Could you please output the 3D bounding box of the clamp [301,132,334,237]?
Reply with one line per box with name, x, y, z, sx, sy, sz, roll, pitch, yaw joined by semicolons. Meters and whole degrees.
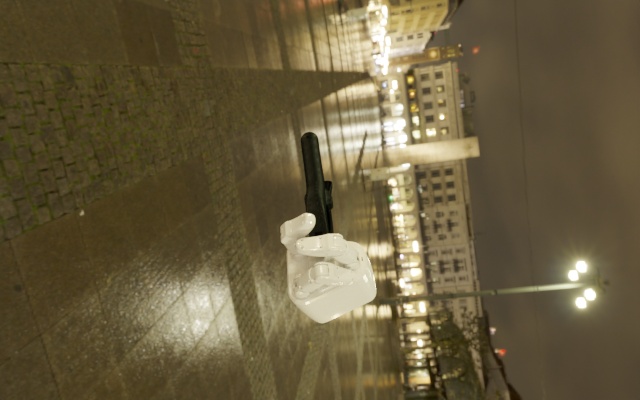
clamp;0.001;0.002;0.670;0.039;0.171;0.120;-11;-31;15
